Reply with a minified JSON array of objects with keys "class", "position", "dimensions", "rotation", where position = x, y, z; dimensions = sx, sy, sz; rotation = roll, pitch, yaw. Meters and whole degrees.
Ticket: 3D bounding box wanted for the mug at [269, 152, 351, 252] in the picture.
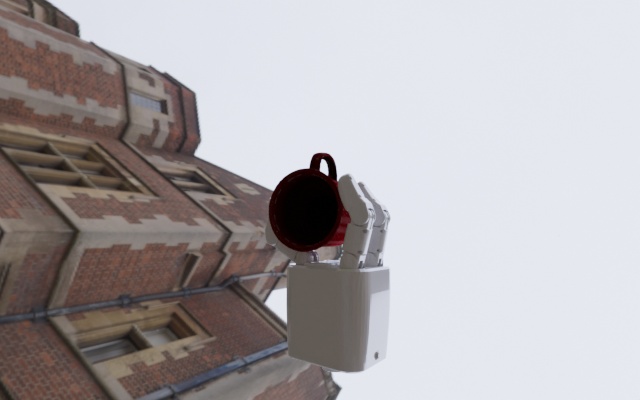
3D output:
[{"class":"mug","position":[0.000,0.000,0.564],"dimensions":[0.093,0.117,0.081],"rotation":[1,-4,27]}]
